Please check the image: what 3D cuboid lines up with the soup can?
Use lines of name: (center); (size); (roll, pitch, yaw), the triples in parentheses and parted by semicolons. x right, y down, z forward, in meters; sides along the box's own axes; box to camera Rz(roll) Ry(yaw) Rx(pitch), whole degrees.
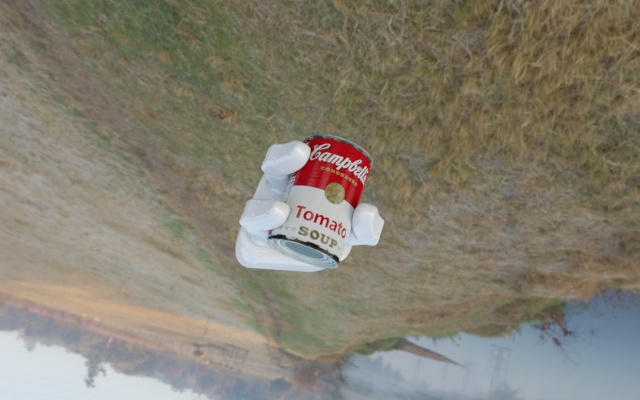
soup can: (0.000, 0.002, 0.428); (0.068, 0.102, 0.068); (17, -20, 6)
